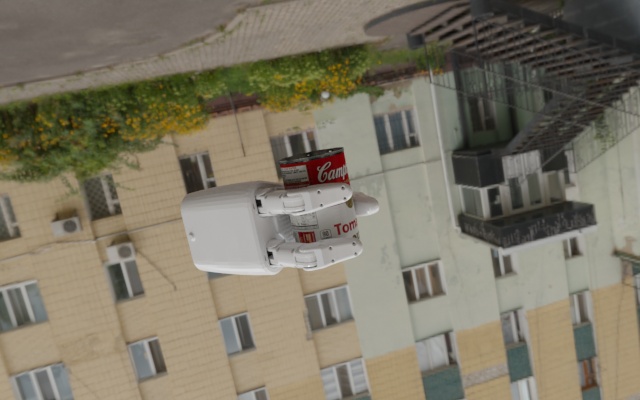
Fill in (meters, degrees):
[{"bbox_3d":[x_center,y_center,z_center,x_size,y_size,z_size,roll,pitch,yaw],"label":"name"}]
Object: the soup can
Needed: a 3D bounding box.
[{"bbox_3d":[0.001,0.002,0.492,0.068,0.102,0.068,-11,10,2],"label":"soup can"}]
